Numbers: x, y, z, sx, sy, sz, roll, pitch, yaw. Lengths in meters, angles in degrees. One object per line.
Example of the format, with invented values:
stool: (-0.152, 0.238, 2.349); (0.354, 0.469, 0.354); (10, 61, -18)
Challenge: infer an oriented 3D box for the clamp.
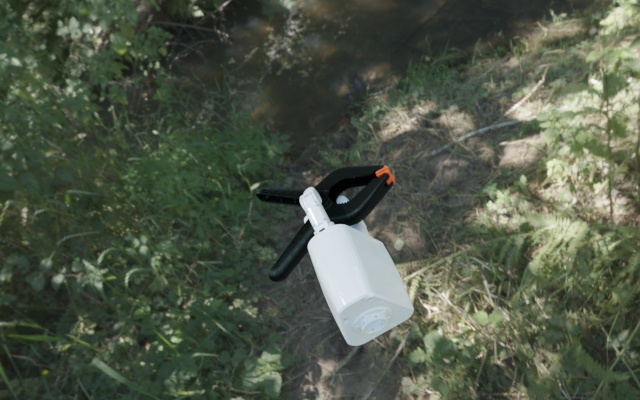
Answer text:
clamp: (0.000, 0.002, 0.673); (0.210, 0.164, 0.036); (-31, -42, 7)
